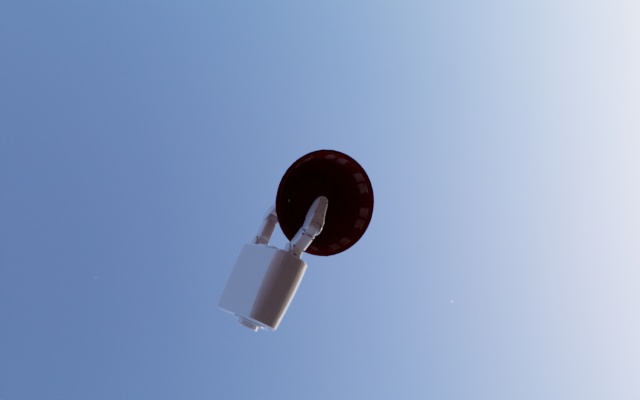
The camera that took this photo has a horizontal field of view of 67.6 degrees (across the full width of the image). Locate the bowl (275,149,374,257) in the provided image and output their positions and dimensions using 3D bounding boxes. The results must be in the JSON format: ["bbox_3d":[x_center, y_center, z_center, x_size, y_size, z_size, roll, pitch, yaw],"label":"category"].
[{"bbox_3d":[0.001,0.001,0.740,0.162,0.162,0.055,0,4,-23],"label":"bowl"}]
